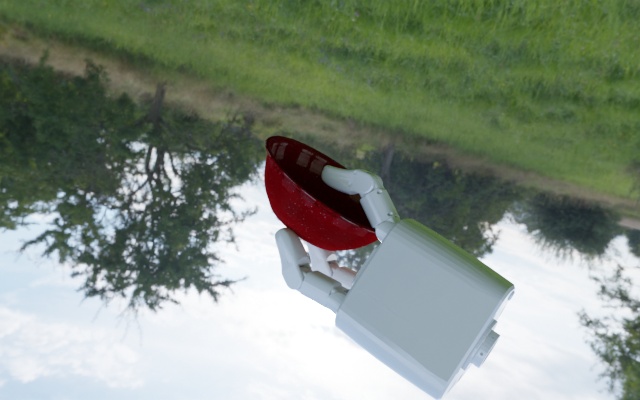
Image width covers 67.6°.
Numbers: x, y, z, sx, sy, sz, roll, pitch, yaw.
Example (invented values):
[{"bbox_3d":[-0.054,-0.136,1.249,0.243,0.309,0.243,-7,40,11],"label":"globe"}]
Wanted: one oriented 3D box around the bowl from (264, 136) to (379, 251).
[{"bbox_3d":[-0.001,0.001,0.493,0.162,0.055,0.162,32,19,-12],"label":"bowl"}]
